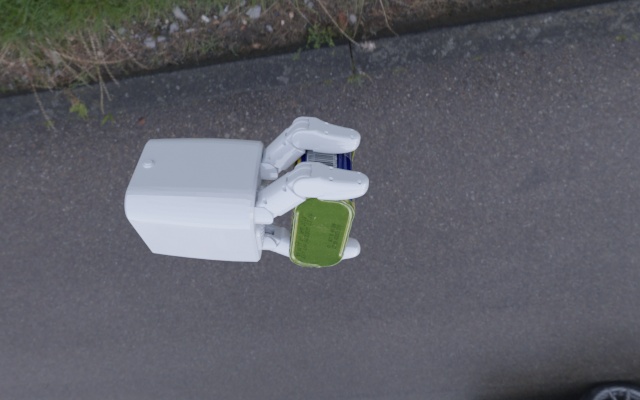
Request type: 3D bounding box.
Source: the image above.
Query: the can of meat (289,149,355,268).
[{"bbox_3d":[0.000,0.002,0.449,0.057,0.083,0.102,5,-44,-4],"label":"can of meat"}]
